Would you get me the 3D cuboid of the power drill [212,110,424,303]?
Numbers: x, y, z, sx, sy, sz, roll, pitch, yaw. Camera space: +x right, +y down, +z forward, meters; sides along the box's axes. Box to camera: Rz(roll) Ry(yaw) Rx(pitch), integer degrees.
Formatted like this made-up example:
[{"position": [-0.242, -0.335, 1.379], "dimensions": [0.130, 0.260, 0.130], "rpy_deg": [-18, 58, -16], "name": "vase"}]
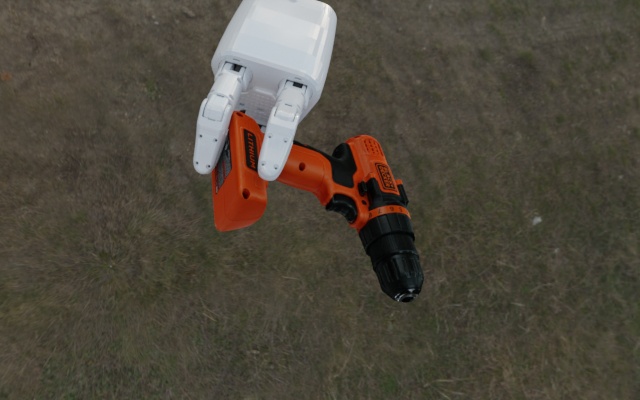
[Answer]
[{"position": [0.000, 0.001, 0.429], "dimensions": [0.188, 0.184, 0.057], "rpy_deg": [13, -45, -31], "name": "power drill"}]
